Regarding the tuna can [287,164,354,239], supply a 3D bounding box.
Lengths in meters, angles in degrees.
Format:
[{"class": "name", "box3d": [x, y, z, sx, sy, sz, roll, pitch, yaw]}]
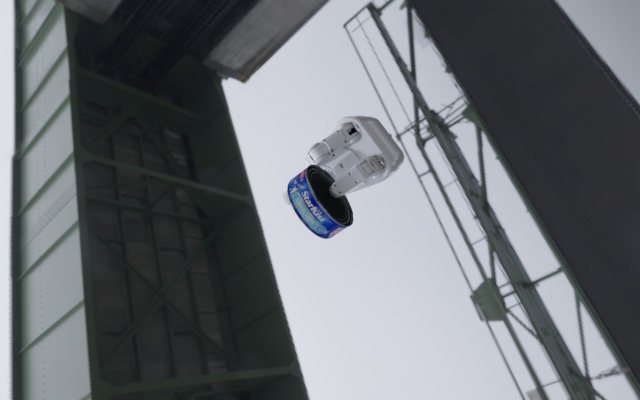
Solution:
[{"class": "tuna can", "box3d": [0.000, 0.002, 0.564, 0.034, 0.086, 0.086, -35, -15, 22]}]
